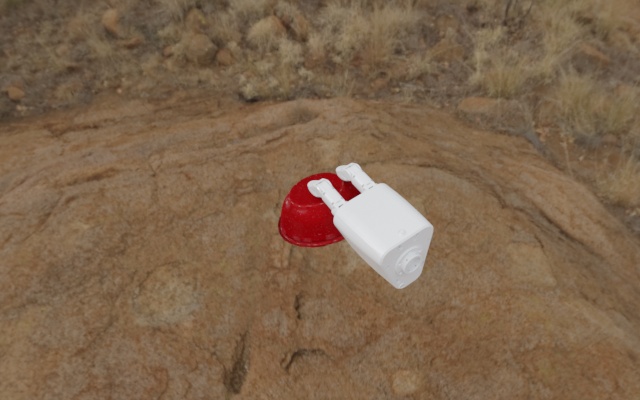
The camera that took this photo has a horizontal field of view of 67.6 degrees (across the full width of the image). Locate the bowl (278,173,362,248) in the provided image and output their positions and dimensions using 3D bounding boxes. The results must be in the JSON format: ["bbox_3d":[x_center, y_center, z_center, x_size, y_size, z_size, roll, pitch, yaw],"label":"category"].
[{"bbox_3d":[-0.001,0.002,0.774,0.162,0.055,0.162,-13,34,9],"label":"bowl"}]
